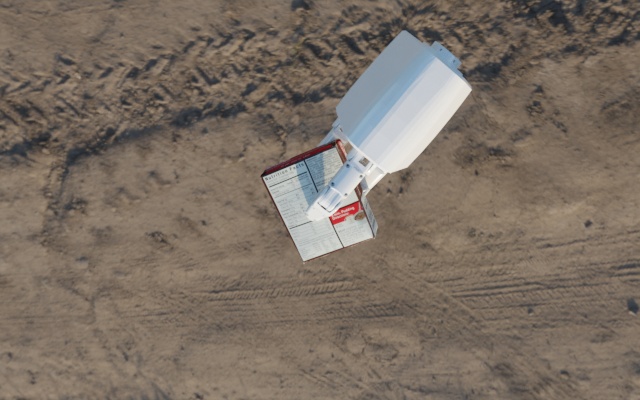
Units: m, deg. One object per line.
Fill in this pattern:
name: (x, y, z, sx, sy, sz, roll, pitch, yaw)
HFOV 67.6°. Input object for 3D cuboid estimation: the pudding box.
pudding box: (0.000, 0.002, 0.515, 0.090, 0.113, 0.039, -20, 14, 15)
